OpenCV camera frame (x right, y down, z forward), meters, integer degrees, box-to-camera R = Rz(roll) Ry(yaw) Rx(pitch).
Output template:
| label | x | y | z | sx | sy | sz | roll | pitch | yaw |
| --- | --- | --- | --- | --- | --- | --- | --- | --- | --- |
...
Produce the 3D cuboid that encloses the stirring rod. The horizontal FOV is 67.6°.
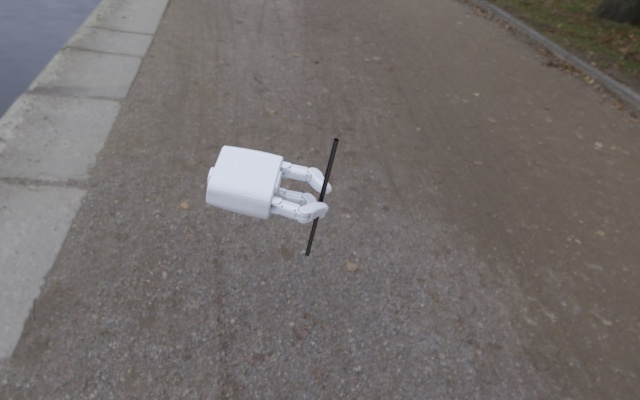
| label | x | y | z | sx | sy | sz | roll | pitch | yaw |
| --- | --- | --- | --- | --- | --- | --- | --- | --- | --- |
| stirring rod | 0.000 | 0.003 | 0.804 | 0.011 | 0.240 | 0.011 | 10 | 35 | -7 |
